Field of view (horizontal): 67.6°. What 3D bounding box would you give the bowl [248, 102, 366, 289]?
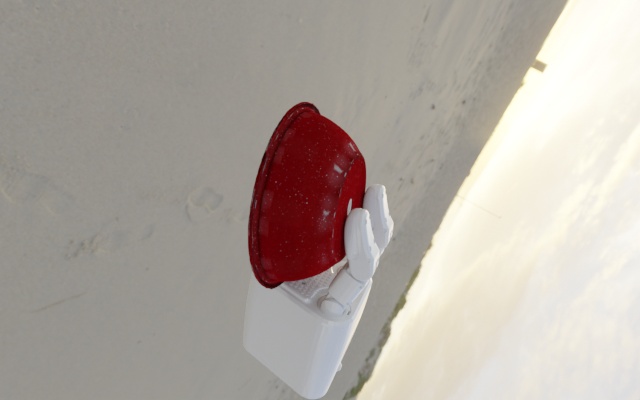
[{"bbox_3d":[0.000,0.000,0.402,0.055,0.162,0.162,12,3,17],"label":"bowl"}]
